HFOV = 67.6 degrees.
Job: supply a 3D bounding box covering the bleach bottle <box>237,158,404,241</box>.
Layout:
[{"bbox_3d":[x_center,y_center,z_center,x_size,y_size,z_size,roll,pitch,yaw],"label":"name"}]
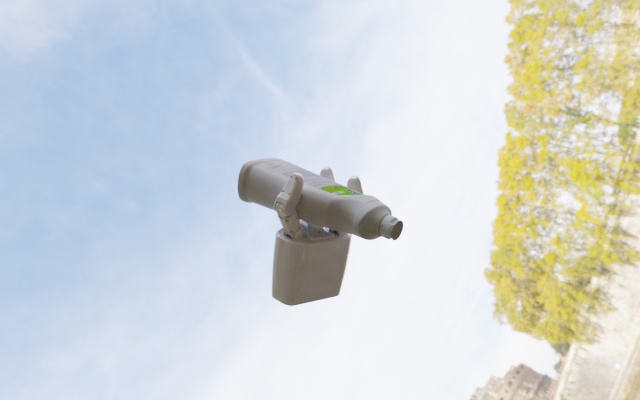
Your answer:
[{"bbox_3d":[0.000,0.002,0.685,0.250,0.068,0.102,22,23,36],"label":"bleach bottle"}]
